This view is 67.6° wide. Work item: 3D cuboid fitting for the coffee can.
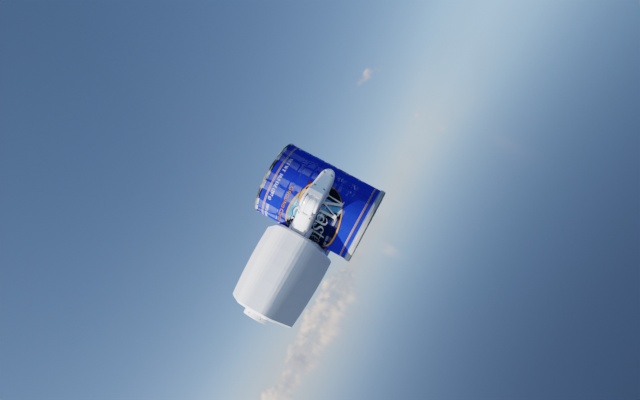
[{"bbox_3d":[0.000,0.002,0.629,0.140,0.103,0.103,28,4,7],"label":"coffee can"}]
